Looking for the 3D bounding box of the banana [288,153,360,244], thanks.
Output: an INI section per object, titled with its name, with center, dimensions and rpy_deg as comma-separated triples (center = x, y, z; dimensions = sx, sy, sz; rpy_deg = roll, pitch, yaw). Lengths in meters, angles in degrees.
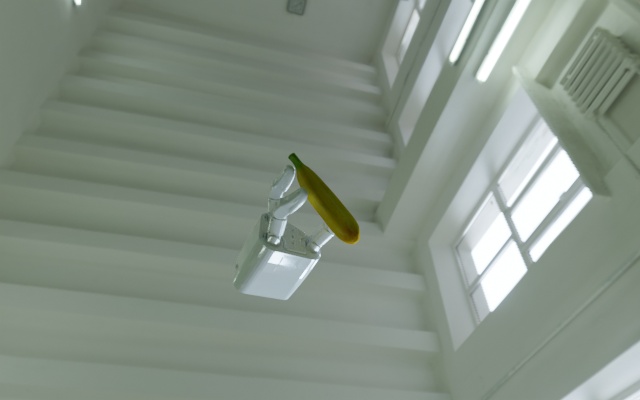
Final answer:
[banana]
center = 0.009, 0.008, 0.686
dimensions = 0.070, 0.037, 0.197
rpy_deg = 37, 11, -48
